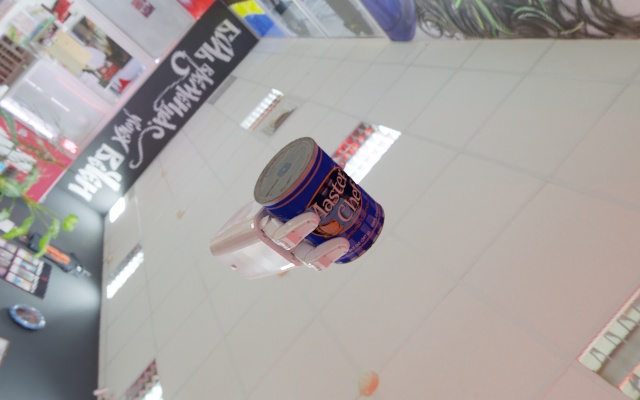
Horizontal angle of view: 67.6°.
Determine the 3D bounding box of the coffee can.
[{"bbox_3d":[0.000,0.002,0.612,0.140,0.102,0.103,42,-23,-29],"label":"coffee can"}]
